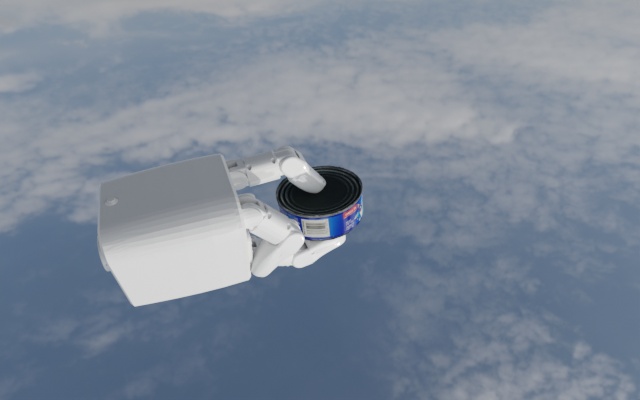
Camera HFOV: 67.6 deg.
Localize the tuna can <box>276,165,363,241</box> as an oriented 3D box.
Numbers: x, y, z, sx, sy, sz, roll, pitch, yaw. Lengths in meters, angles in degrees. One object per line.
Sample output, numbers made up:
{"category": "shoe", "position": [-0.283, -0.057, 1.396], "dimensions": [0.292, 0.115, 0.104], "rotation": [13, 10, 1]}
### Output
{"category": "tuna can", "position": [0.000, 0.002, 0.478], "dimensions": [0.086, 0.034, 0.086], "rotation": [-4, 36, 3]}
